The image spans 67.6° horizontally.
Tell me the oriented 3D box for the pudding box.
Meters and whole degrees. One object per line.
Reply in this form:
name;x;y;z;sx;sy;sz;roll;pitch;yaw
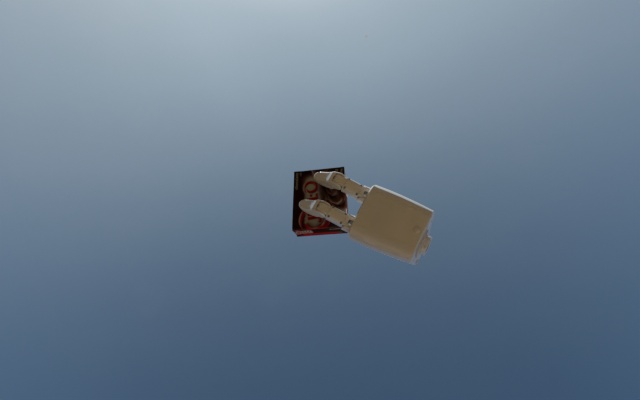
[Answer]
pudding box;0.000;0.003;0.809;0.090;0.113;0.039;-5;-27;10
